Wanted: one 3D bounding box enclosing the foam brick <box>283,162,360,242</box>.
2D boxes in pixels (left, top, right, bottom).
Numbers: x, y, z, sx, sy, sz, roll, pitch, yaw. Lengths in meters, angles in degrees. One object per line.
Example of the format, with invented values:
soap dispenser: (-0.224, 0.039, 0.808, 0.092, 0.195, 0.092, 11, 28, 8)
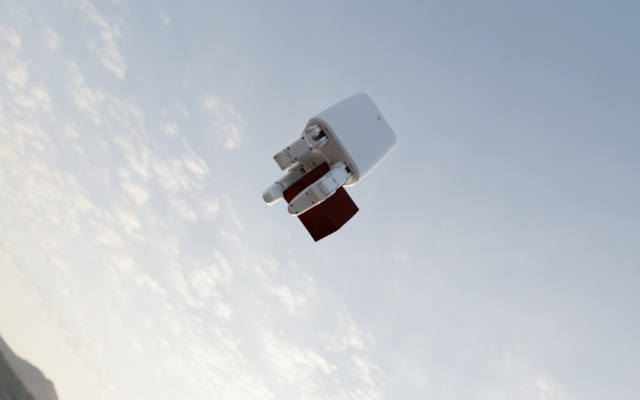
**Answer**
foam brick: (0.000, 0.002, 0.601, 0.051, 0.078, 0.053, -39, 7, -41)
